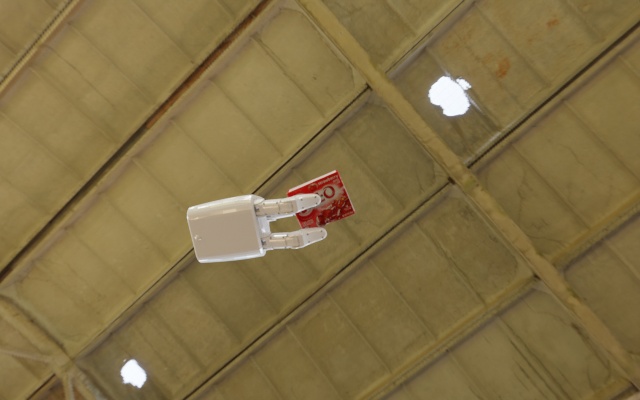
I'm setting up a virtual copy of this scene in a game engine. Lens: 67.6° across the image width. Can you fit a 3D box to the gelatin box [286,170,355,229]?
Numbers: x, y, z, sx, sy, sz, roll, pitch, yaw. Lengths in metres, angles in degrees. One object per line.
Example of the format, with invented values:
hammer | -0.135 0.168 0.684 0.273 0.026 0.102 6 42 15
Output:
gelatin box | 0.000 0.002 0.754 0.089 0.073 0.030 -23 9 3
